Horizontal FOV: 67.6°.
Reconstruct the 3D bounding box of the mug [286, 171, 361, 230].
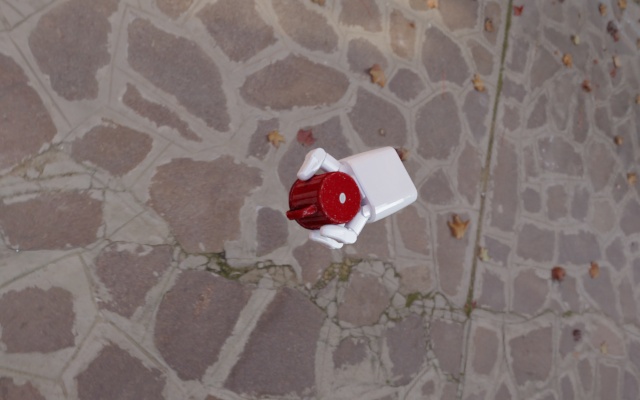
[{"bbox_3d":[-0.001,0.003,0.742,0.117,0.093,0.081,-22,7,-33],"label":"mug"}]
